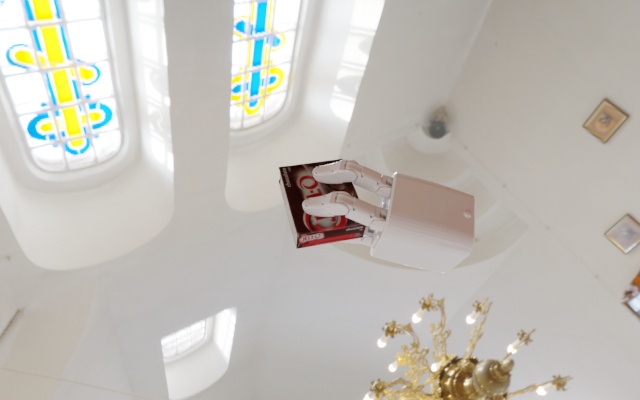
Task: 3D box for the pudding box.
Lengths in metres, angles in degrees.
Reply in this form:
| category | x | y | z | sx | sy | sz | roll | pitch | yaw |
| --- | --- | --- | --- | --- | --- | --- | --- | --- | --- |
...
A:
| category | x | y | z | sx | sy | sz | roll | pitch | yaw |
| --- | --- | --- | --- | --- | --- | --- | --- | --- | --- |
| pudding box | 0.000 | 0.002 | 0.616 | 0.090 | 0.113 | 0.039 | -8 | -39 | -15 |
